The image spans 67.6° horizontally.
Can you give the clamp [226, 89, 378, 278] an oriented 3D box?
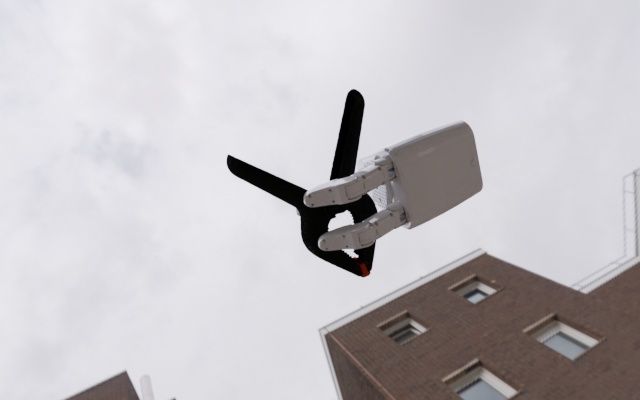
[{"bbox_3d":[0.000,0.002,0.534,0.164,0.210,0.036,-23,21,-14],"label":"clamp"}]
